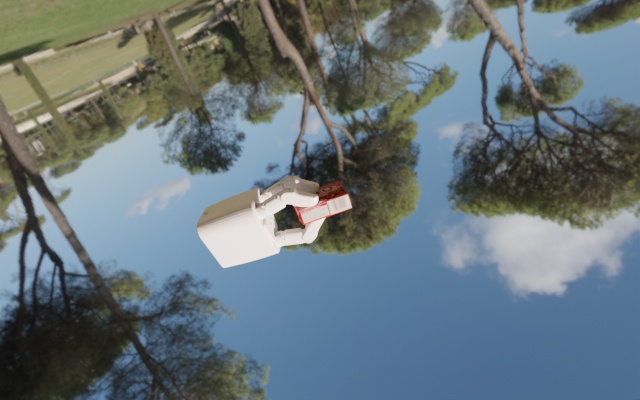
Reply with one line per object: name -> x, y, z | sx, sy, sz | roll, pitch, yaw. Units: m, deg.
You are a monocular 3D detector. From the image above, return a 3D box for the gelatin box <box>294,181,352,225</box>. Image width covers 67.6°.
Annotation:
gelatin box -> 0.001, 0.003, 0.805 | 0.089, 0.030, 0.073 | -19, 22, -5
